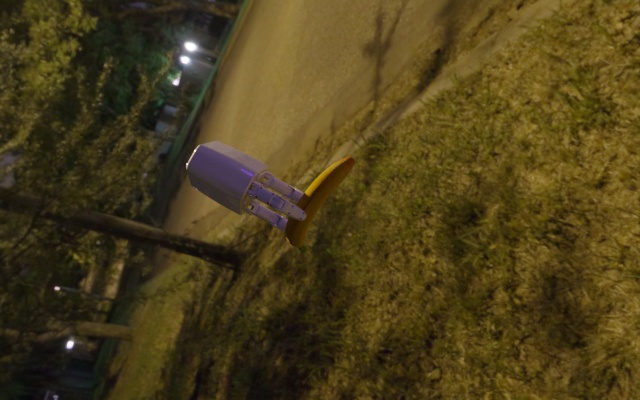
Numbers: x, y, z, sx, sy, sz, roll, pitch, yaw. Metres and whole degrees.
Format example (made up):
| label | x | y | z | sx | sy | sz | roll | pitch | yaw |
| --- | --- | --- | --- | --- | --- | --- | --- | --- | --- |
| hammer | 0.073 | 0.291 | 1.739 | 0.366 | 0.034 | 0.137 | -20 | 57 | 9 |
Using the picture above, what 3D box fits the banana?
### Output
| label | x | y | z | sx | sy | sz | roll | pitch | yaw |
| --- | --- | --- | --- | --- | --- | --- | --- | --- | --- |
| banana | -0.011 | 0.007 | 0.805 | 0.037 | 0.198 | 0.069 | 40 | 24 | 22 |
